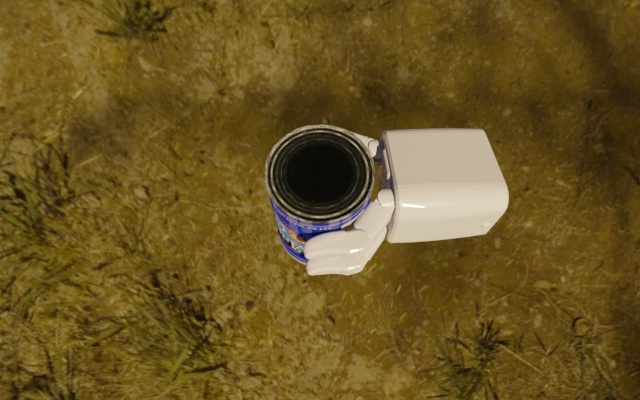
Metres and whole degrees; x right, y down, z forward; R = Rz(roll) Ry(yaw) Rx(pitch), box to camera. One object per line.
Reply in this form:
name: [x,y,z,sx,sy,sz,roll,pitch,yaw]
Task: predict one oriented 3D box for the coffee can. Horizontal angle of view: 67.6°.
coffee can: [0.000,0.002,0.500,0.103,0.102,0.140,0,-24,1]
